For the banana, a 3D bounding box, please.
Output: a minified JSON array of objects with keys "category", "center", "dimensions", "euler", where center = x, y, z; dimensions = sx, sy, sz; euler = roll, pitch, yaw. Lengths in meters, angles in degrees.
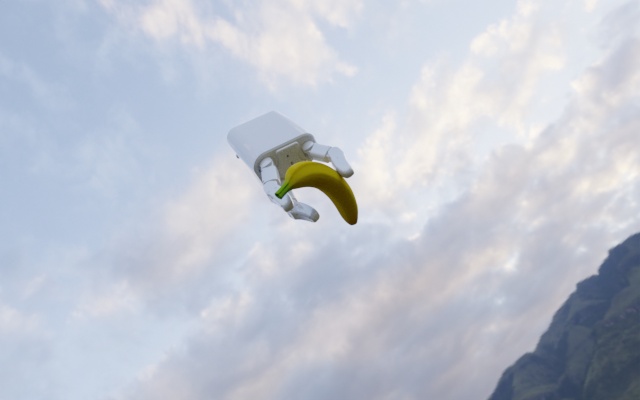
[{"category":"banana","center":[0.007,-0.015,0.709],"dimensions":[0.037,0.069,0.198],"euler":[31,6,40]}]
